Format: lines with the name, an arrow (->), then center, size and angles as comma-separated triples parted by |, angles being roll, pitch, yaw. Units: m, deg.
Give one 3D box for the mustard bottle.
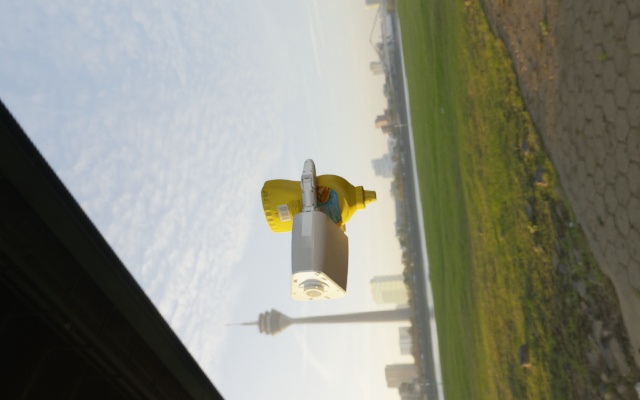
mustard bottle -> 0.000, 0.002, 0.819 | 0.191, 0.096, 0.058 | -6, 29, 11
